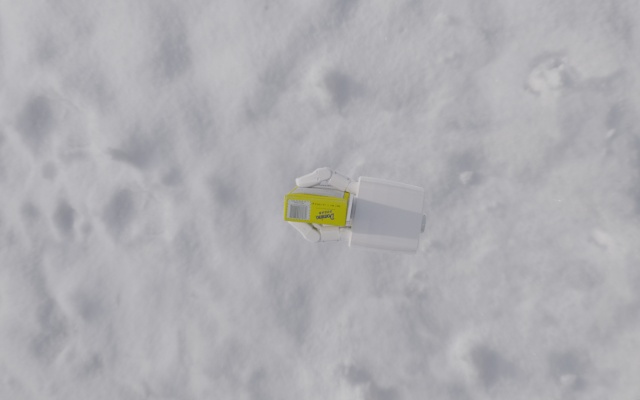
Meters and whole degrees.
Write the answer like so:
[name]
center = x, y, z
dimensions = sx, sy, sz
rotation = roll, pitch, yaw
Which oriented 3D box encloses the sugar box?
[sugar box]
center = 0.000, 0.003, 0.769
dimensions = 0.093, 0.048, 0.176
rotation = 6, 6, 5
